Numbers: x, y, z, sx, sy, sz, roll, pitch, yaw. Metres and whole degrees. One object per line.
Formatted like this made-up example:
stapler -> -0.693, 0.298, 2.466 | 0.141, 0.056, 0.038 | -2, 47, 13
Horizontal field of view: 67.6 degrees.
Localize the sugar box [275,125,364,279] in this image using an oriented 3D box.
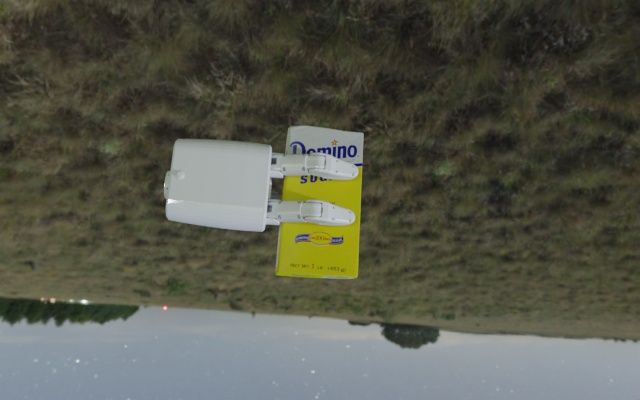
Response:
sugar box -> 0.000, 0.002, 0.564 | 0.093, 0.176, 0.048 | 5, -13, -8
